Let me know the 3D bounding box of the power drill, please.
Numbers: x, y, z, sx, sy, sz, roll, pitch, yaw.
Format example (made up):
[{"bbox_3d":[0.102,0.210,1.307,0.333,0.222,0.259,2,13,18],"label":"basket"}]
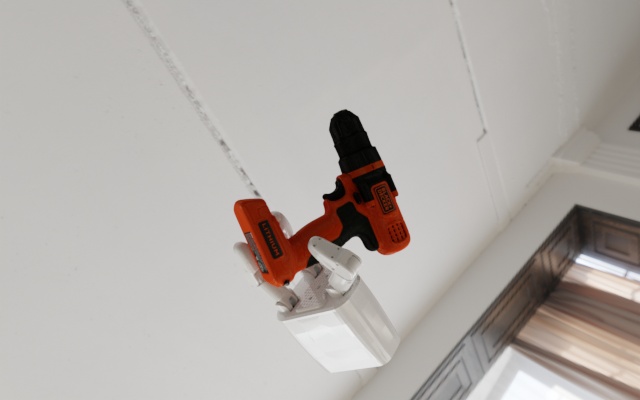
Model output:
[{"bbox_3d":[0.000,0.002,0.553,0.187,0.184,0.057,-23,-1,-20],"label":"power drill"}]
